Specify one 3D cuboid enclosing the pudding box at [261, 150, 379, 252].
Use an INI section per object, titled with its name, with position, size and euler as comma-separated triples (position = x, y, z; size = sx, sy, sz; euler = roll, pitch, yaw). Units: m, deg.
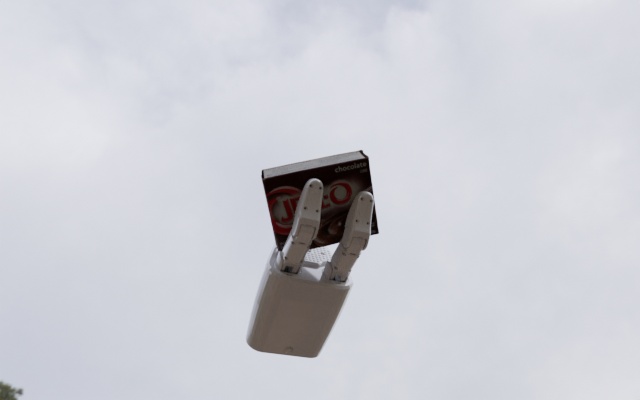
[pudding box]
position = 0.000, 0.002, 0.509
size = 0.113, 0.090, 0.039
euler = -13, 25, -6
